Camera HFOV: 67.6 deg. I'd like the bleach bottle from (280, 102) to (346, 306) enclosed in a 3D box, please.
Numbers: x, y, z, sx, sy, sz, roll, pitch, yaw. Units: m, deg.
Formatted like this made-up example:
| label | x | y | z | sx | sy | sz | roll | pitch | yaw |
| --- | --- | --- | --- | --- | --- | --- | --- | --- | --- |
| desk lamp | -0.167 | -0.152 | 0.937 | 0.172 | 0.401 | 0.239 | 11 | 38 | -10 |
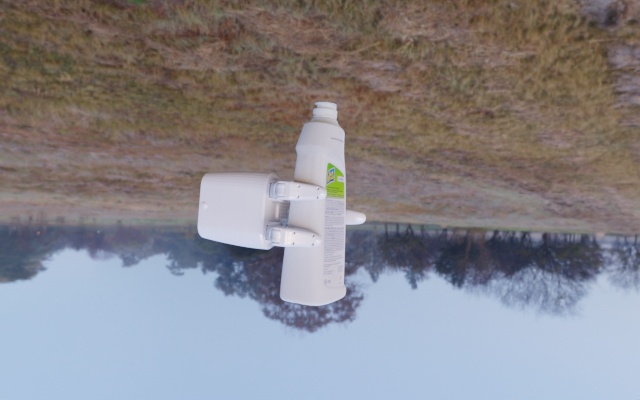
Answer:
| label | x | y | z | sx | sy | sz | roll | pitch | yaw |
| --- | --- | --- | --- | --- | --- | --- | --- | --- | --- |
| bleach bottle | 0.000 | 0.002 | 0.618 | 0.068 | 0.251 | 0.102 | 5 | 0 | 24 |
